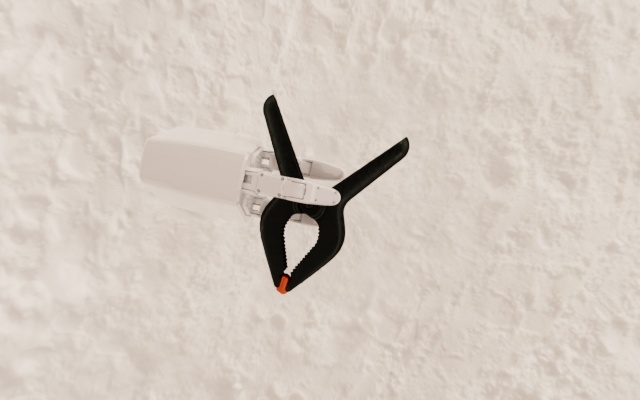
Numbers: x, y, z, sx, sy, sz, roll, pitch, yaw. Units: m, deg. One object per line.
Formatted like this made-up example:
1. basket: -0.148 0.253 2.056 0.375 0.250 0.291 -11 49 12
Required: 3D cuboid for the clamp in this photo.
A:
1. clamp: 0.000 0.002 0.519 0.164 0.210 0.036 11 2 5
